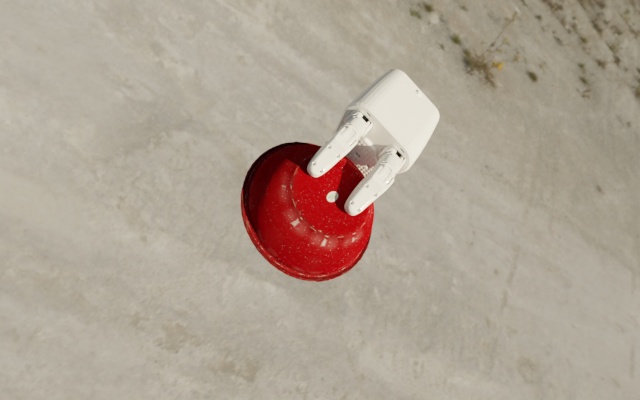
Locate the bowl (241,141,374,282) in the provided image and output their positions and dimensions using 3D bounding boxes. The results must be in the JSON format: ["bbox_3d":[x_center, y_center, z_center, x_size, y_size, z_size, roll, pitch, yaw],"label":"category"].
[{"bbox_3d":[0.000,0.003,0.508,0.162,0.162,0.055,0,-18,-28],"label":"bowl"}]
